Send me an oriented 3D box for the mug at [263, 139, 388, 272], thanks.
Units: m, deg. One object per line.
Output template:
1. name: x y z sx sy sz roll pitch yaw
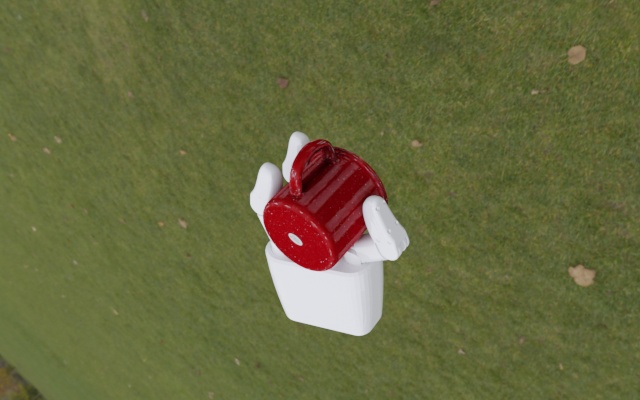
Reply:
1. mug: 0.000 0.000 0.430 0.093 0.117 0.081 19 48 31
